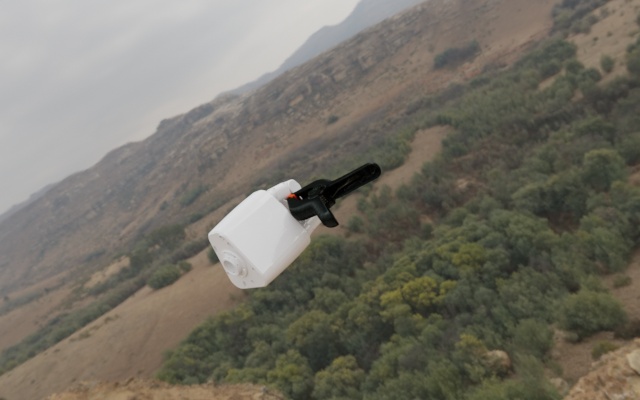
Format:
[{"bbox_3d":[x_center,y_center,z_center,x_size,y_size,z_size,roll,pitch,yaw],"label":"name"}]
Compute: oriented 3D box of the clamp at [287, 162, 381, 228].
[{"bbox_3d":[0.000,0.002,0.691,0.171,0.039,0.120,-18,21,48],"label":"clamp"}]
